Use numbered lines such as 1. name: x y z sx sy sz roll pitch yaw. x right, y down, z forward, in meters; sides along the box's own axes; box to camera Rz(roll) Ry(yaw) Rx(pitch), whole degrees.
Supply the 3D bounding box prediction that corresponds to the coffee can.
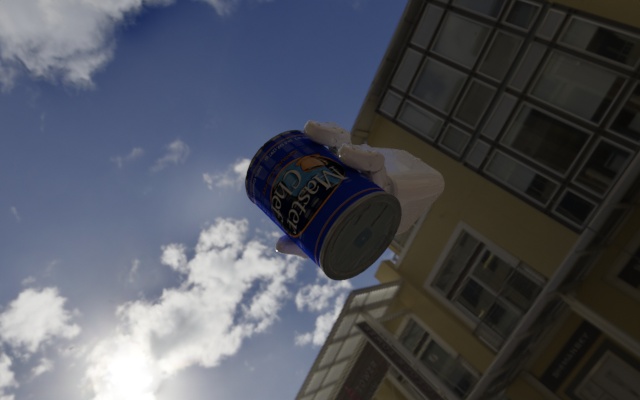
1. coffee can: 0.000 0.002 0.507 0.103 0.103 0.140 0 31 -46
